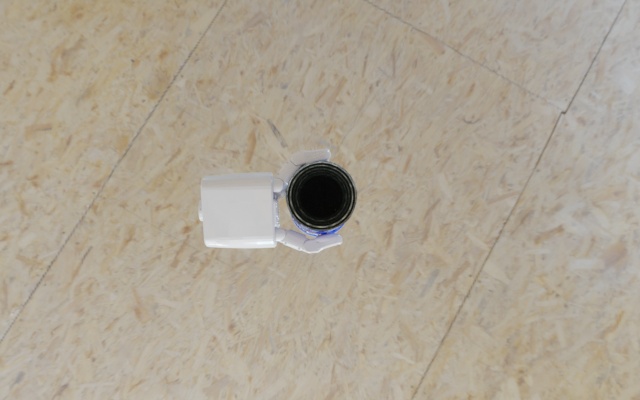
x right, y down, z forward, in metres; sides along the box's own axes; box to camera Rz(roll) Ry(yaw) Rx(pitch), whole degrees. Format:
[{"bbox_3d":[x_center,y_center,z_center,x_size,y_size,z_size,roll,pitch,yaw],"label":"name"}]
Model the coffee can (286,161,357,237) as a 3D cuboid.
[{"bbox_3d":[0.000,0.003,0.745,0.103,0.103,0.140,0,-8,-1],"label":"coffee can"}]
